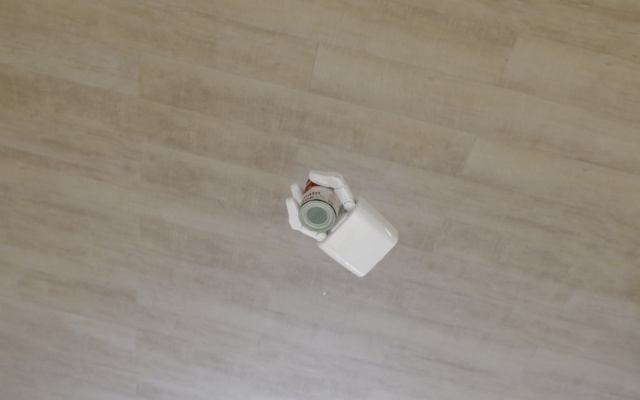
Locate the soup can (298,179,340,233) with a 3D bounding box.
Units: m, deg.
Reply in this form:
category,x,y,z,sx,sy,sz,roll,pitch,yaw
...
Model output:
category,x,y,z,sx,sy,sz,roll,pitch,yaw
soup can,0.000,0.003,0.852,0.068,0.068,0.102,0,30,8
